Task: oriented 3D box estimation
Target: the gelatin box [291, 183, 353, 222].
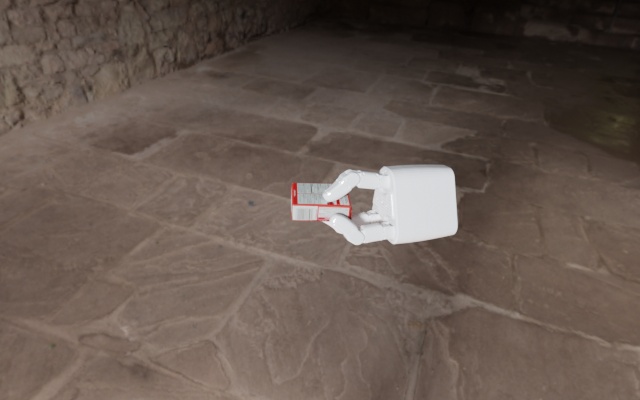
[{"bbox_3d":[0.000,0.002,0.725,0.089,0.030,0.073,2,29,-5],"label":"gelatin box"}]
